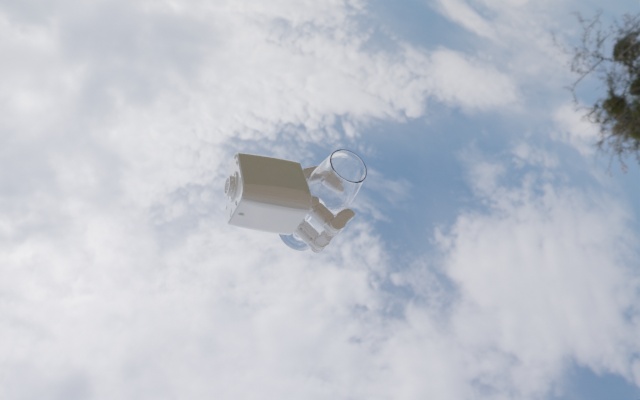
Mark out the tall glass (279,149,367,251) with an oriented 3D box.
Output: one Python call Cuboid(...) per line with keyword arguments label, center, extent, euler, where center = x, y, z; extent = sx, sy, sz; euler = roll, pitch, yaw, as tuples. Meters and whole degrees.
Cuboid(label="tall glass", center=(0.000, 0.003, 0.776), extent=(0.079, 0.079, 0.201), euler=(0, -33, -30))
